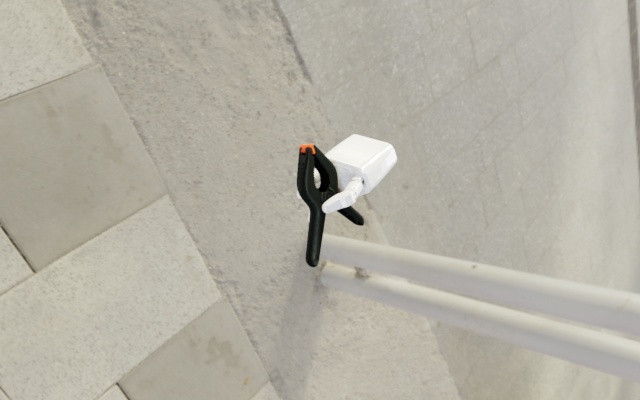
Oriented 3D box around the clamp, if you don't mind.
[{"bbox_3d":[0.001,0.002,0.852,0.036,0.210,0.164,1,34,41],"label":"clamp"}]
